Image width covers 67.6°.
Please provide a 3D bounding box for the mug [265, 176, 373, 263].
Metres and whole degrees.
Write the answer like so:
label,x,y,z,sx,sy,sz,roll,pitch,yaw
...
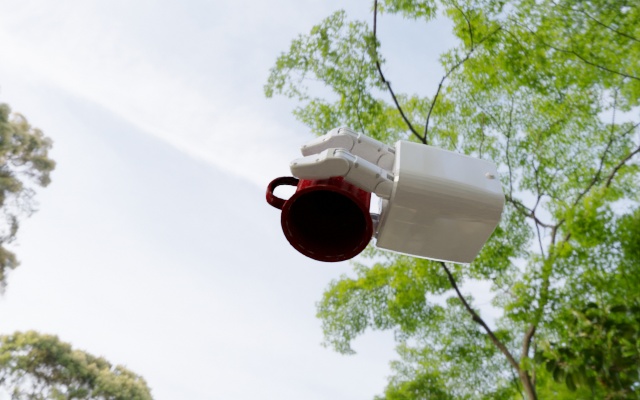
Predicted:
label,x,y,z,sx,sy,sz,roll,pitch,yaw
mug,-0.001,0.001,0.505,0.117,0.093,0.081,13,33,2
